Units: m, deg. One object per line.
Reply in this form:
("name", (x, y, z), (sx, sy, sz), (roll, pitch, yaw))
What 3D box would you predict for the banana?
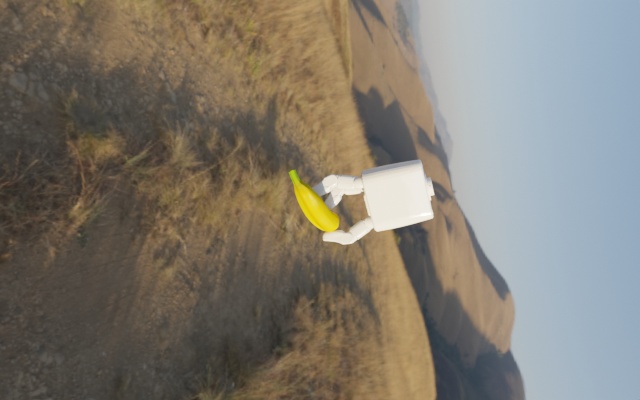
("banana", (0.001, 0.017, 0.840), (0.037, 0.069, 0.198), (-16, -31, 14))
